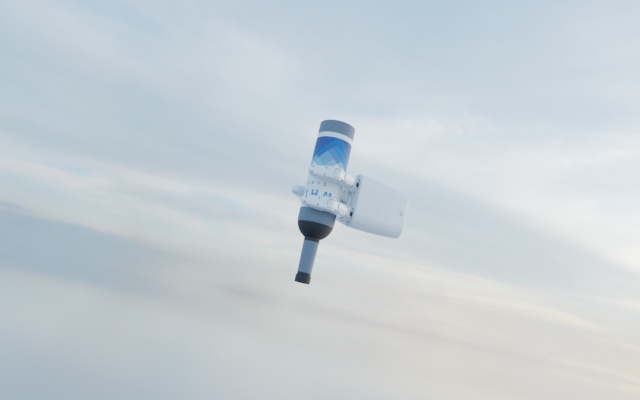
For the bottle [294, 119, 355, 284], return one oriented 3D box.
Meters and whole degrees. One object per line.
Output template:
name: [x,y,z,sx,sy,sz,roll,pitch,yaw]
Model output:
bottle: [0.000,0.003,0.859,0.069,0.295,0.069,12,-13,3]
